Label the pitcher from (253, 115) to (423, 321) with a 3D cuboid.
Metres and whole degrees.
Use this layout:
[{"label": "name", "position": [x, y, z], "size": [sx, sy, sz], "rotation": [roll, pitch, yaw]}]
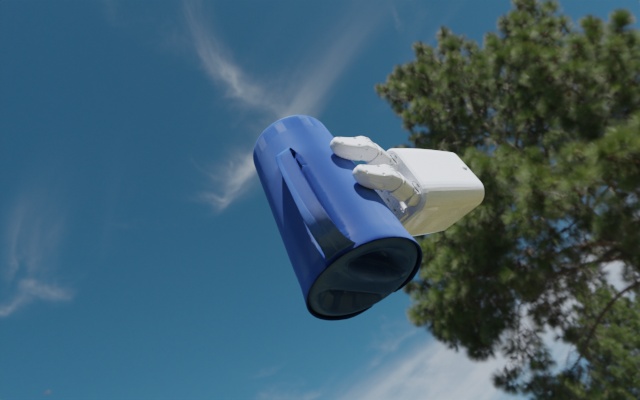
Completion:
[{"label": "pitcher", "position": [0.000, 0.002, 0.557], "size": [0.145, 0.149, 0.242], "rotation": [-4, 44, -28]}]
